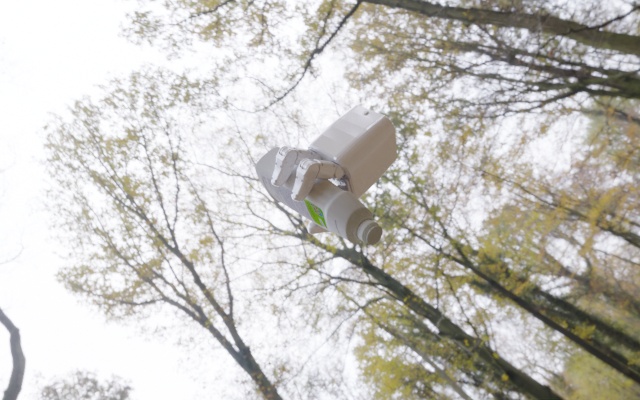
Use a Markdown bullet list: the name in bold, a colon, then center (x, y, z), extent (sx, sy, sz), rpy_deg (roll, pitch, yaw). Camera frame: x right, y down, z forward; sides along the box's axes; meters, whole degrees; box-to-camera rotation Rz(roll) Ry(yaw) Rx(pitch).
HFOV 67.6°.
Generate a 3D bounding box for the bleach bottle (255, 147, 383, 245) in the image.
- **bleach bottle**: center (0.000, 0.002, 0.720), extent (0.250, 0.068, 0.103), rpy_deg (33, -19, 44)
